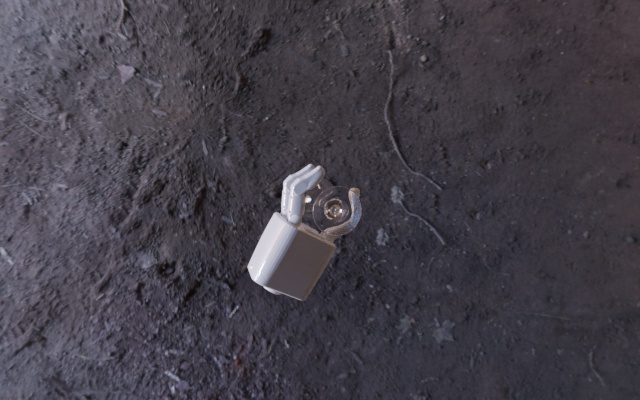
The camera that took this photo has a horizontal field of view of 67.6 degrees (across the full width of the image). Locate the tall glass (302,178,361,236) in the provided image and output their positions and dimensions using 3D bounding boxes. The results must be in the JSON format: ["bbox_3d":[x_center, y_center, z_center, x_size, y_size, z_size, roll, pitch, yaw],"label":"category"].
[{"bbox_3d":[0.000,0.003,0.791,0.079,0.079,0.201,0,8,-14],"label":"tall glass"}]
